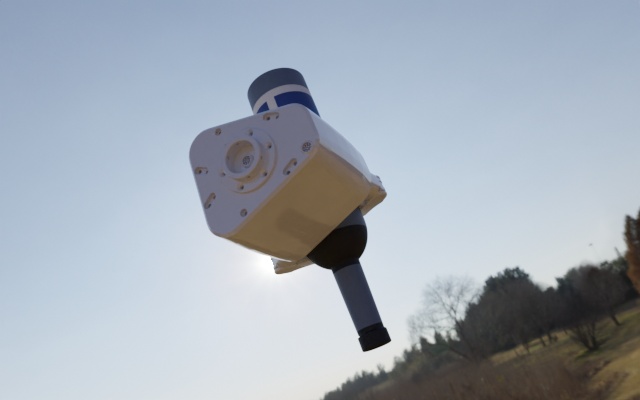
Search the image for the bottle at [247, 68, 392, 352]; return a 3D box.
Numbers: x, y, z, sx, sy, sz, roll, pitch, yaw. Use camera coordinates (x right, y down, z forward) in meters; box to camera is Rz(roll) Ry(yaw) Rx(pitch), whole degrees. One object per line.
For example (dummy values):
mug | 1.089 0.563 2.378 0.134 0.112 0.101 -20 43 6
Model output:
bottle | 0.000 0.001 0.473 0.069 0.295 0.069 -18 -23 -8
